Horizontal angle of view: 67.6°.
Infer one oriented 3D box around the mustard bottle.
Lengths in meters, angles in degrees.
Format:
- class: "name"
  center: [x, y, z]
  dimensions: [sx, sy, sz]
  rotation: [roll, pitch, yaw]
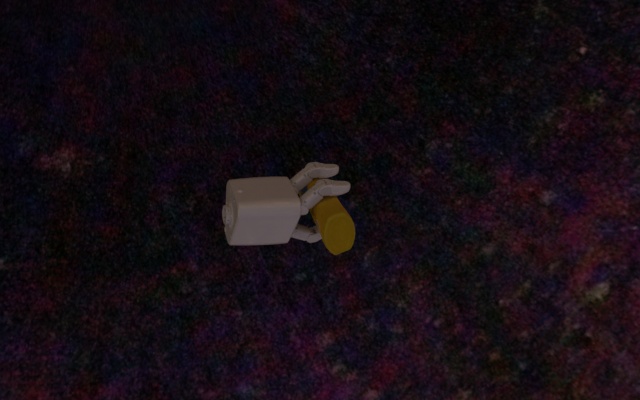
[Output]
- class: "mustard bottle"
  center: [0.001, 0.003, 0.863]
  dimensions: [0.058, 0.096, 0.191]
  rotation: [-22, 42, -8]
